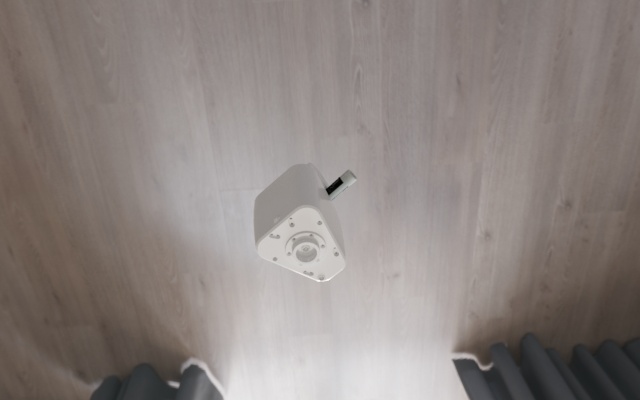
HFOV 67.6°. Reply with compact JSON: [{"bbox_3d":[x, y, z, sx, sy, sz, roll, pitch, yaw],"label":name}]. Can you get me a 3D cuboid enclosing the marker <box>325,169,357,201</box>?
[{"bbox_3d":[0.000,0.002,0.667,0.121,0.020,0.020,-41,-13,15],"label":"marker"}]
